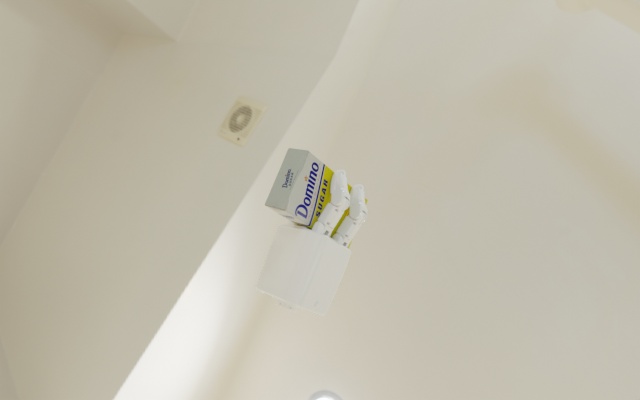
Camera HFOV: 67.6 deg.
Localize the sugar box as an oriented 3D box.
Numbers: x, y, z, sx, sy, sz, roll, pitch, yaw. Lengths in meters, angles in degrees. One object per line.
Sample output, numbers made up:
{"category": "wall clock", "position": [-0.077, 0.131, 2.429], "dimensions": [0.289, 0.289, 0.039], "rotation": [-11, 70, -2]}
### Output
{"category": "sugar box", "position": [0.001, 0.003, 0.720], "dimensions": [0.048, 0.093, 0.176], "rotation": [13, -14, 37]}
